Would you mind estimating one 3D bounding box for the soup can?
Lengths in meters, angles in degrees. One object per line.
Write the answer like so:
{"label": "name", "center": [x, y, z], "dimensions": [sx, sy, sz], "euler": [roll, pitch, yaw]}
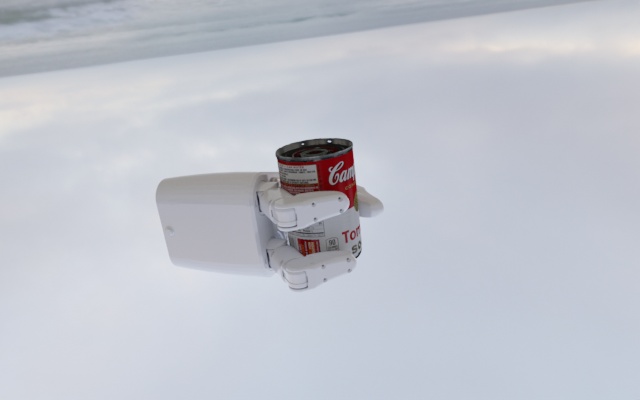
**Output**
{"label": "soup can", "center": [0.001, 0.002, 0.428], "dimensions": [0.068, 0.102, 0.068], "euler": [-6, 19, 2]}
